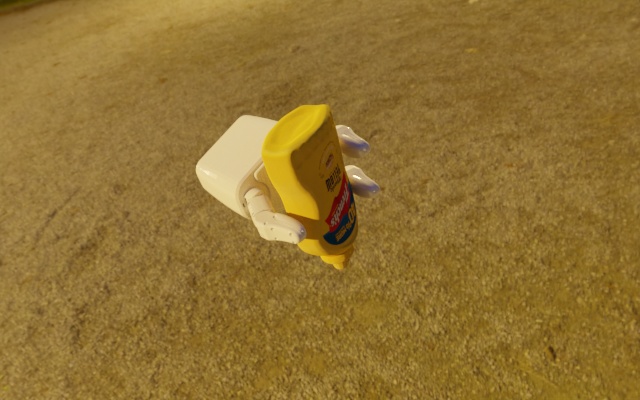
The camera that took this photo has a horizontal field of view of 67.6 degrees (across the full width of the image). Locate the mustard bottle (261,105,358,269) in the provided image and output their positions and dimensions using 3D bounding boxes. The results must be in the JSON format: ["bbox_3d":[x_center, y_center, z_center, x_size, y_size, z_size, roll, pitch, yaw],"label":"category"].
[{"bbox_3d":[0.000,0.002,0.514,0.058,0.192,0.096,3,40,28],"label":"mustard bottle"}]
